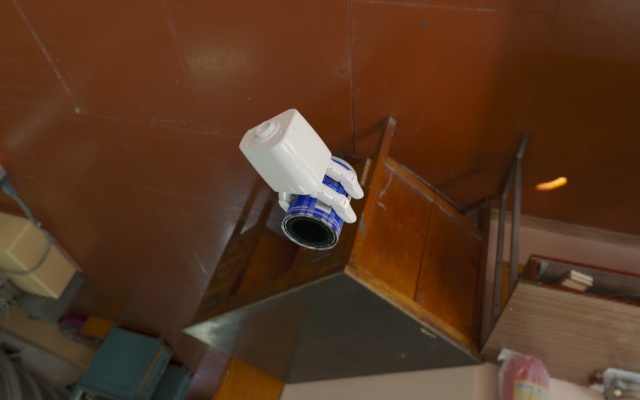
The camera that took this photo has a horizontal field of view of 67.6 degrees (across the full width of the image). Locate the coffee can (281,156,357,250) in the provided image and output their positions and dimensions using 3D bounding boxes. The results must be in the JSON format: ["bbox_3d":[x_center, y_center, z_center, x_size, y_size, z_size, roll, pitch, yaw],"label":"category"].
[{"bbox_3d":[0.000,0.003,0.862,0.103,0.140,0.103,13,-36,10],"label":"coffee can"}]
